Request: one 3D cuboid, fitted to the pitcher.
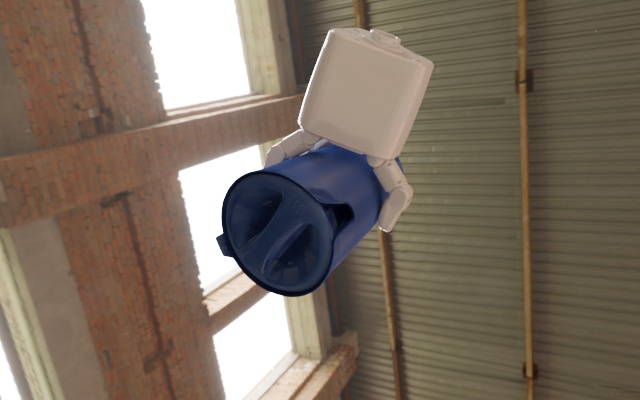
[{"bbox_3d":[0.000,0.002,0.565,0.149,0.145,0.242,29,30,18],"label":"pitcher"}]
